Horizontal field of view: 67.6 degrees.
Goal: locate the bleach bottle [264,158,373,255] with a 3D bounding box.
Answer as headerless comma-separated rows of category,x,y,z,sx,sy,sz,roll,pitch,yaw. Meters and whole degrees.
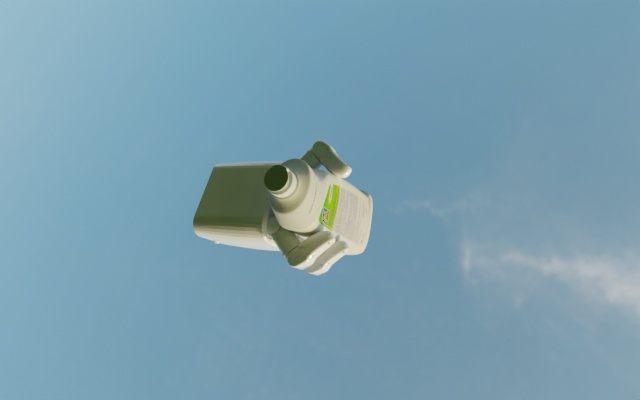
bleach bottle,0.000,0.002,0.598,0.068,0.102,0.251,2,-15,22
